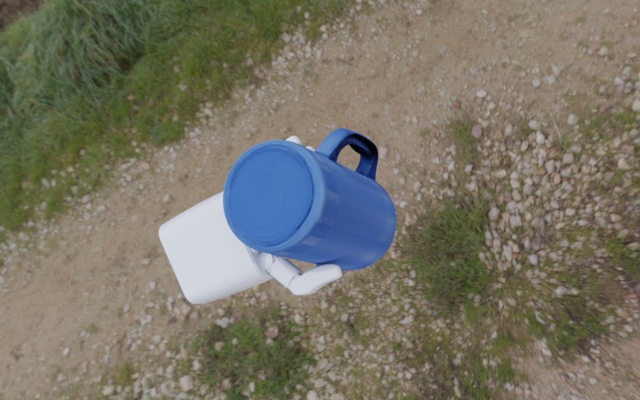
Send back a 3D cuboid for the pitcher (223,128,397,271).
[{"bbox_3d":[0.000,0.002,0.548,0.145,0.149,0.243,-24,-17,16],"label":"pitcher"}]
